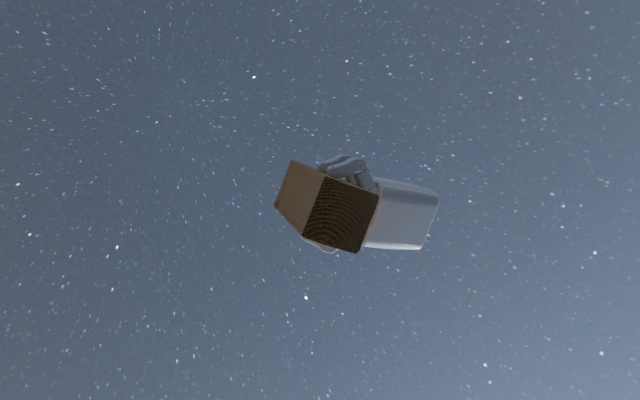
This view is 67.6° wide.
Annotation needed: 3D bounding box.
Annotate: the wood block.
[{"bbox_3d":[0.000,0.003,0.746,0.090,0.091,0.206,19,5,-19],"label":"wood block"}]
